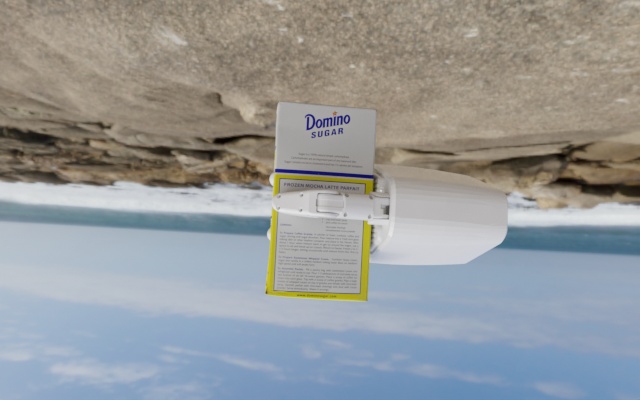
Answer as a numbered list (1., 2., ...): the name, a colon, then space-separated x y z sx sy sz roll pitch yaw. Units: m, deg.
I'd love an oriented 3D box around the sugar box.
1. sugar box: 0.000 0.002 0.445 0.093 0.176 0.048 4 -5 -7
